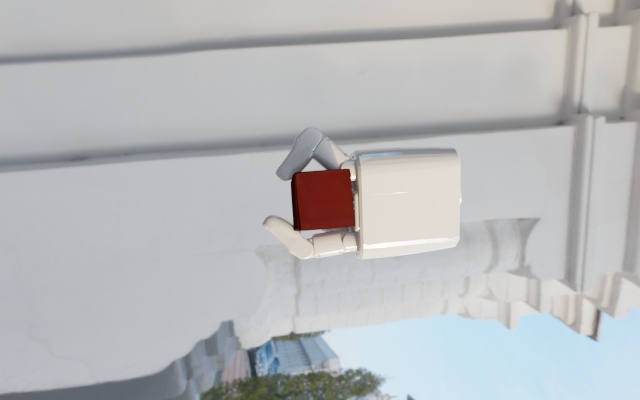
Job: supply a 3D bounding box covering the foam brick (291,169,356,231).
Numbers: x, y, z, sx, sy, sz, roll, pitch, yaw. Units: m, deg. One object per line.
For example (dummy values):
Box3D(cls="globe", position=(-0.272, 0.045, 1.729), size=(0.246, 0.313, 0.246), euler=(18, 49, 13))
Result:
Box3D(cls="foam brick", position=(0.000, 0.002, 0.451), size=(0.051, 0.053, 0.078), euler=(-4, -3, -6))
